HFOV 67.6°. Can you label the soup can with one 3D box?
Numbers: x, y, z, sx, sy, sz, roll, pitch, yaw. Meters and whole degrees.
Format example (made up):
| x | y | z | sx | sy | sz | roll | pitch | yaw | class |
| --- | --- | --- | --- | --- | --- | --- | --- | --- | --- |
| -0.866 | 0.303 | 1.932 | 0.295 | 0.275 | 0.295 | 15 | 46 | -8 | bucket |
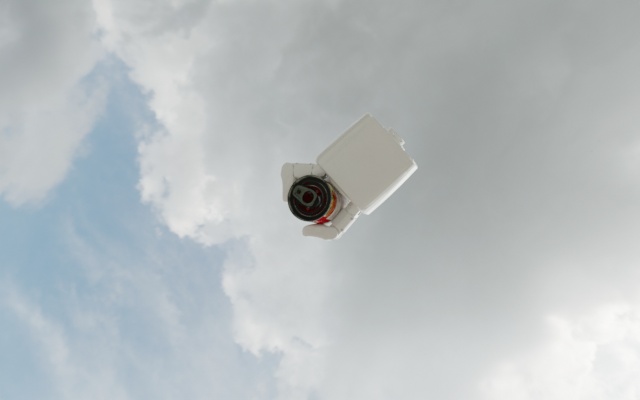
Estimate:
| x | y | z | sx | sy | sz | roll | pitch | yaw | class |
| --- | --- | --- | --- | --- | --- | --- | --- | --- | --- |
| 0.000 | 0.003 | 0.728 | 0.068 | 0.068 | 0.102 | 0 | -7 | 19 | soup can |
